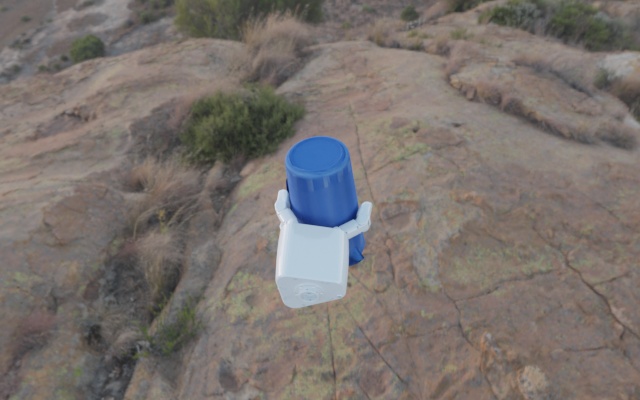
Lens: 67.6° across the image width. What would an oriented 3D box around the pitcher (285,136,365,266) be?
[{"bbox_3d":[0.000,0.003,0.870,0.149,0.145,0.243,-3,-45,7],"label":"pitcher"}]
